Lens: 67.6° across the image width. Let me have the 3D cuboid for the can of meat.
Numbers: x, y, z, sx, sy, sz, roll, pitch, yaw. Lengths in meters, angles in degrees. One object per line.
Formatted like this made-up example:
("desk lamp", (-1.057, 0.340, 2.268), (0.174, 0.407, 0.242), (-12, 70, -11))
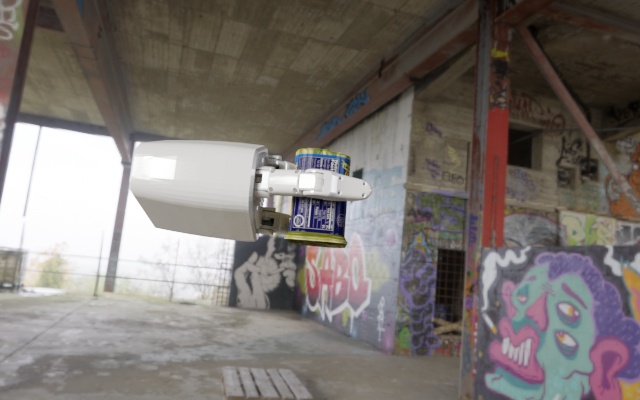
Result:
("can of meat", (0.000, 0.001, 0.469), (0.057, 0.084, 0.102), (5, -8, 2))
